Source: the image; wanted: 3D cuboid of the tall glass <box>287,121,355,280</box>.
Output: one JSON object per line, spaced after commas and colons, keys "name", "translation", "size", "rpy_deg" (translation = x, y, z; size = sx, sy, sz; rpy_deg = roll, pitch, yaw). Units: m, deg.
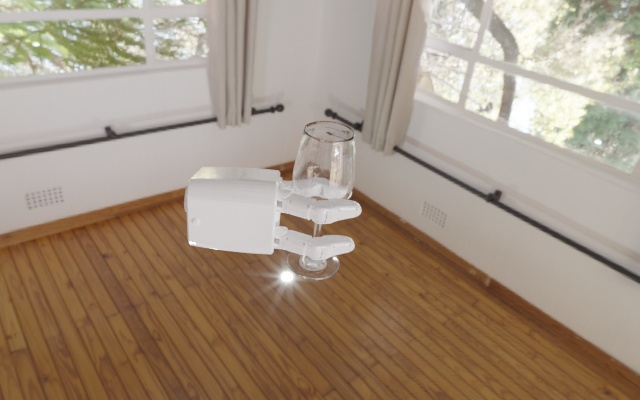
{"name": "tall glass", "translation": [0.000, 0.003, 0.618], "size": [0.079, 0.201, 0.079], "rpy_deg": [5, 31, -3]}
